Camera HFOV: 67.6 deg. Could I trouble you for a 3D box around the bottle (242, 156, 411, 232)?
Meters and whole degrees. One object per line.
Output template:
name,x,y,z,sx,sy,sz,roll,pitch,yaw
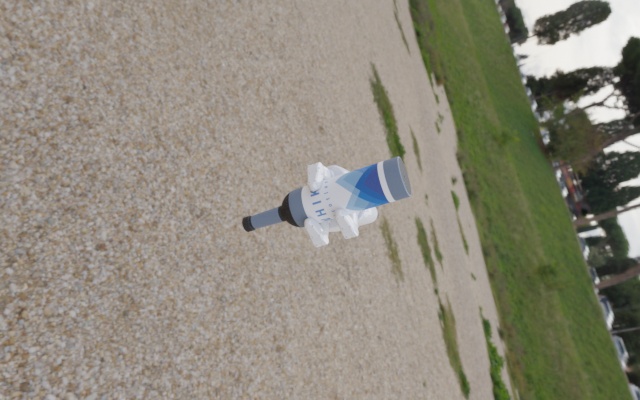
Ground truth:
bottle,0.000,0.003,0.800,0.296,0.069,0.069,-17,-6,20
